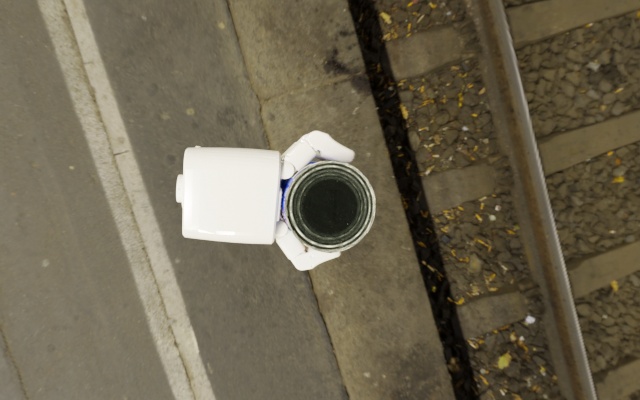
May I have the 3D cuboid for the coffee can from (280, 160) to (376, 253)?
[{"bbox_3d":[0.000,0.002,0.591,0.103,0.103,0.140,0,4,-10],"label":"coffee can"}]
